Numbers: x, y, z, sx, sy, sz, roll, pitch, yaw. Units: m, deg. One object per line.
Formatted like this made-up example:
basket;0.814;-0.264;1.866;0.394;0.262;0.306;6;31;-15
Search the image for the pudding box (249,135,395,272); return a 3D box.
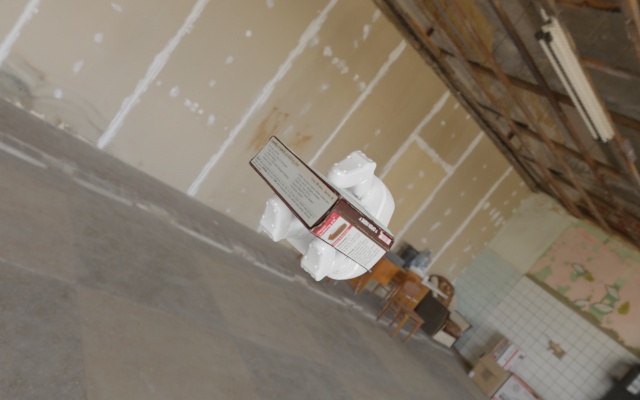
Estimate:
pudding box;0.000;0.001;0.404;0.090;0.039;0.113;36;4;-45
